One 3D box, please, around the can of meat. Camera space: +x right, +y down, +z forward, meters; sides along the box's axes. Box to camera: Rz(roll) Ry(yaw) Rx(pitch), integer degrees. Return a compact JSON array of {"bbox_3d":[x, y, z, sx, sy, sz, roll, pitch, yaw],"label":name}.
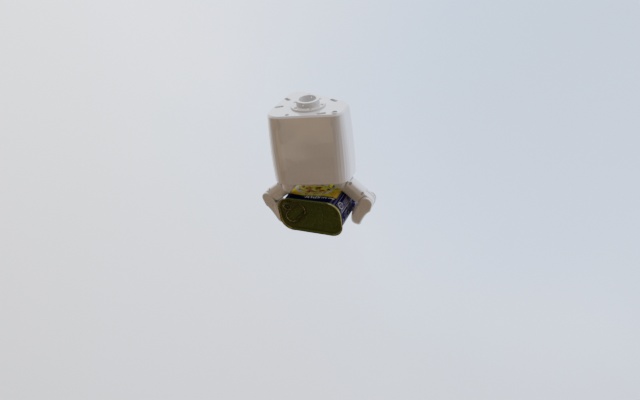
[{"bbox_3d":[0.000,0.002,0.726,0.102,0.057,0.084,7,36,24],"label":"can of meat"}]
